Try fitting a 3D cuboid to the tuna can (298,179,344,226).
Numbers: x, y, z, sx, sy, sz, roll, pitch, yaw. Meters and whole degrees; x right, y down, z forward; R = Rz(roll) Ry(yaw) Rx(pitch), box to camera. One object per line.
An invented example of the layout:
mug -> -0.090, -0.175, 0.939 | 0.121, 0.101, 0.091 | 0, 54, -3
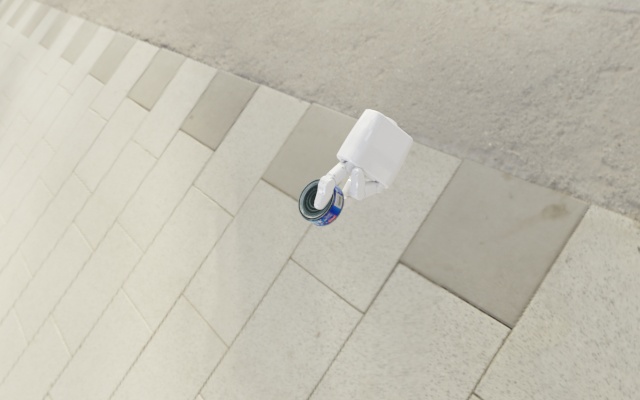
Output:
tuna can -> 0.000, 0.003, 0.894 | 0.086, 0.086, 0.034 | 0, -20, 38
